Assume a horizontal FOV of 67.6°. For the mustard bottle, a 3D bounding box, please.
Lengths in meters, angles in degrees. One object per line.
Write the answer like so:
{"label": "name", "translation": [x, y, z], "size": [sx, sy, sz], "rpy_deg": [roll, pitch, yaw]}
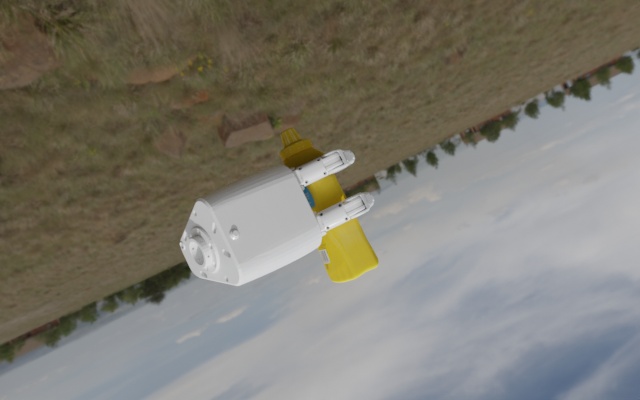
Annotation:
{"label": "mustard bottle", "translation": [0.000, 0.002, 0.576], "size": [0.058, 0.191, 0.096], "rpy_deg": [-26, -1, -14]}
